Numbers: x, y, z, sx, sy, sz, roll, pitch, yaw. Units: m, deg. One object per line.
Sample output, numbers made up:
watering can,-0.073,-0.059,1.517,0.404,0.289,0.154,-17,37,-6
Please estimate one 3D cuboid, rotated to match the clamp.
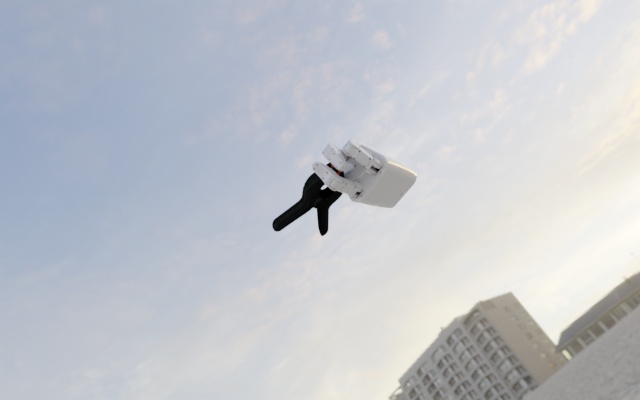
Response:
clamp,0.000,0.002,0.876,0.120,0.171,0.039,14,35,-45
